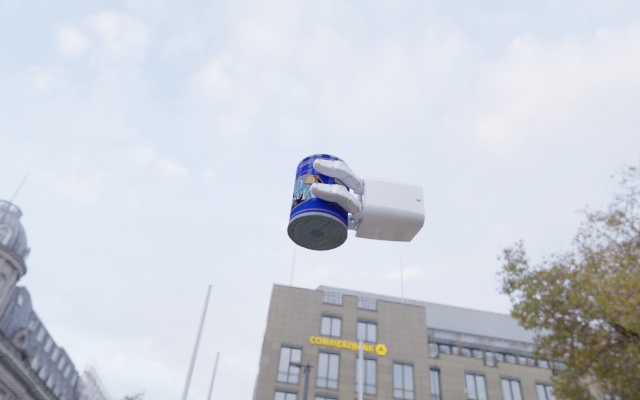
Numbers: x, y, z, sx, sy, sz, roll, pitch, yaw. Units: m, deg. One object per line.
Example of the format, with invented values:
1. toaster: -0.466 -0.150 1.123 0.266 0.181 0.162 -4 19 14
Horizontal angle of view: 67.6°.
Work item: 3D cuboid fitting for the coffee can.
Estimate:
1. coffee can: 0.000 0.003 0.841 0.103 0.140 0.103 4 -39 3
